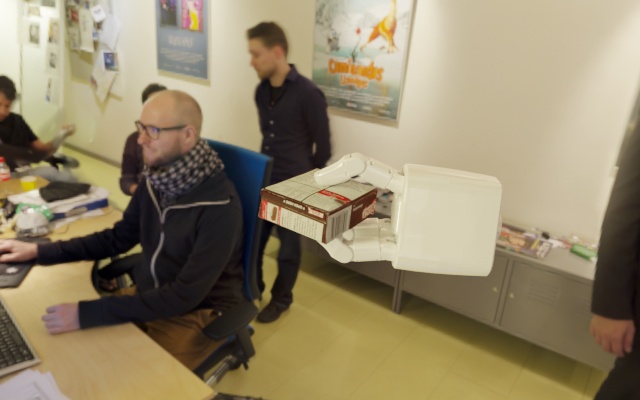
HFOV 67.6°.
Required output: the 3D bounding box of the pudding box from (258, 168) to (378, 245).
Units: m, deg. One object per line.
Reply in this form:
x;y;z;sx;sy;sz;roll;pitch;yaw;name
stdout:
0.000;0.002;0.539;0.090;0.039;0.113;19;23;28;pudding box
